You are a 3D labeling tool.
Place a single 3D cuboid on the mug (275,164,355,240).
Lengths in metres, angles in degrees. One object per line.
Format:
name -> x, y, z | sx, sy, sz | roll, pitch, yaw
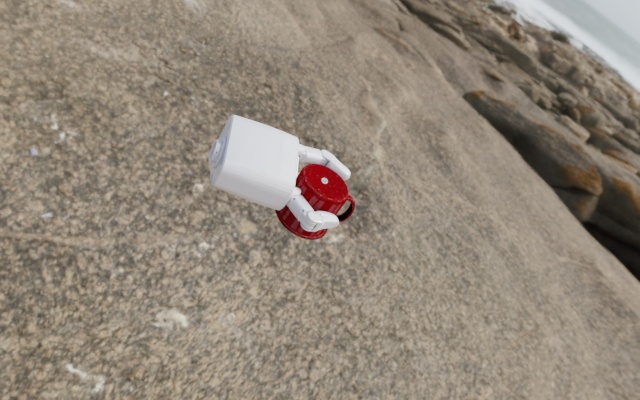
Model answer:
mug -> 0.001, 0.003, 0.730 | 0.117, 0.093, 0.081 | 18, -52, -24
